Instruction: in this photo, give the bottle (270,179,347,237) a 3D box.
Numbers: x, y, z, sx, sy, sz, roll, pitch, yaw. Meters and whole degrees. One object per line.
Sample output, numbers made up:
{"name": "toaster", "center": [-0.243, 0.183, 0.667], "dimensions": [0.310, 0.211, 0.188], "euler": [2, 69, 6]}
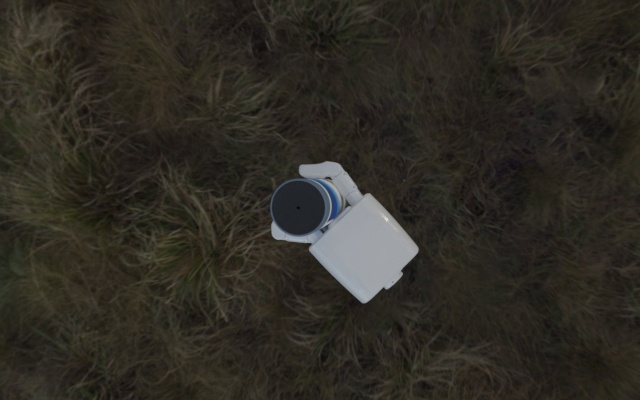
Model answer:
{"name": "bottle", "center": [0.000, 0.002, 0.685], "dimensions": [0.069, 0.069, 0.295], "euler": [0, 2, 10]}
